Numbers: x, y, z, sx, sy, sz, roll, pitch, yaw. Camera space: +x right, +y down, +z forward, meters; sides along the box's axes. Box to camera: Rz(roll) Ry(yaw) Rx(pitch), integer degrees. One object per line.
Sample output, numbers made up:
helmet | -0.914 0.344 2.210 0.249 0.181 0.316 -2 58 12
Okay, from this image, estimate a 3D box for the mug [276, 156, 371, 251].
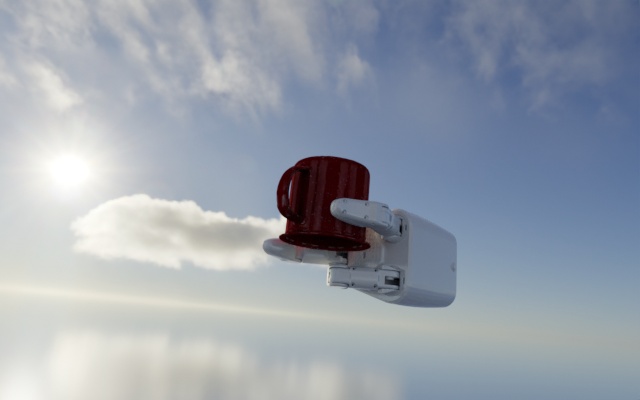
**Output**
mug | -0.001 0.001 0.483 0.093 0.081 0.117 -7 -19 42
